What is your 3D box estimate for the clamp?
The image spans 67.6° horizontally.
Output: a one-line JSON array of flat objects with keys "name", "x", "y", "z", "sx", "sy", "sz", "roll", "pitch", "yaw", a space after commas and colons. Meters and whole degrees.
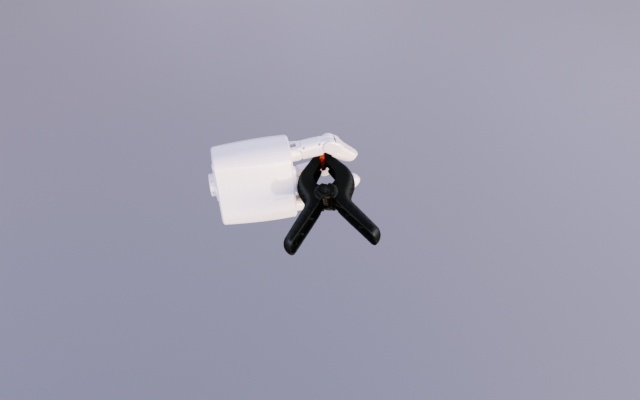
[{"name": "clamp", "x": 0.000, "y": 0.002, "z": 0.636, "sx": 0.120, "sy": 0.039, "sz": 0.171, "roll": -10, "pitch": 46, "yaw": -8}]
